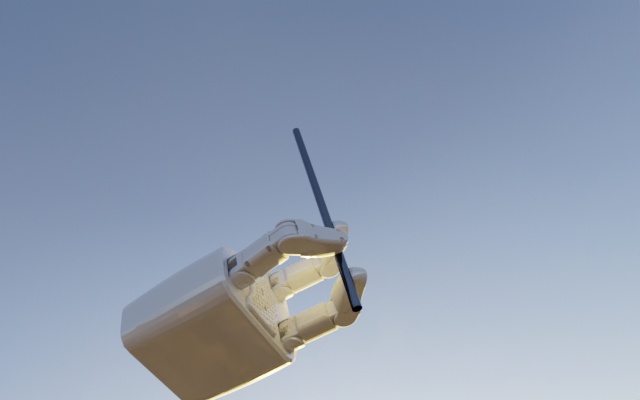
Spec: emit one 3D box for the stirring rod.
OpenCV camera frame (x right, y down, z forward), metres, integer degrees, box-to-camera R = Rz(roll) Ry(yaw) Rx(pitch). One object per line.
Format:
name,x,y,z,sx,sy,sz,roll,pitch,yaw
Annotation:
stirring rod,0.000,0.002,0.436,0.011,0.011,0.239,0,40,-17
